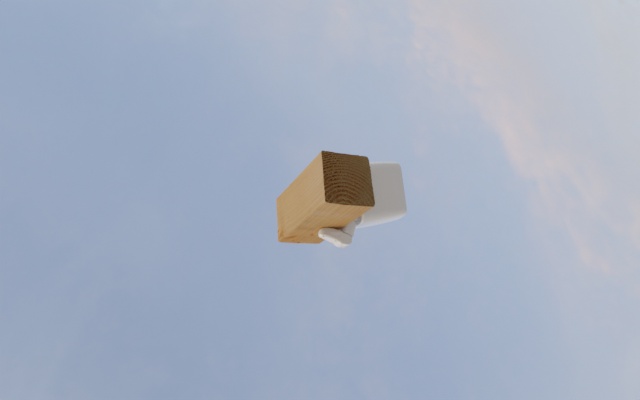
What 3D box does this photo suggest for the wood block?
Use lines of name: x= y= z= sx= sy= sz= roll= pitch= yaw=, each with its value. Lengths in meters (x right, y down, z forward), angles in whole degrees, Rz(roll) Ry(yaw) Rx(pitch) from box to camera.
wood block: x=0.000 y=0.003 z=0.833 sx=0.090 sy=0.090 sz=0.206 roll=5 pitch=-24 yaw=-25
